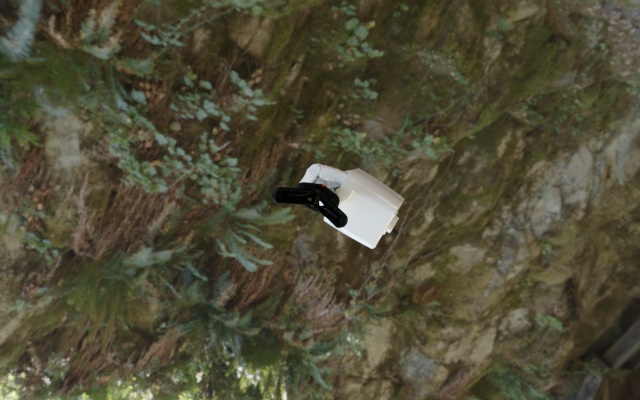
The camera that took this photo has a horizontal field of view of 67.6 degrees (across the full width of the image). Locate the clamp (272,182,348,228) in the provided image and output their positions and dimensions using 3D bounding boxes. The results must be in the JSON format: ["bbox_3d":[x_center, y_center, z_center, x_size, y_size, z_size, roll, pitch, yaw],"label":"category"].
[{"bbox_3d":[0.000,0.003,0.780,0.120,0.039,0.171,30,16,9],"label":"clamp"}]
